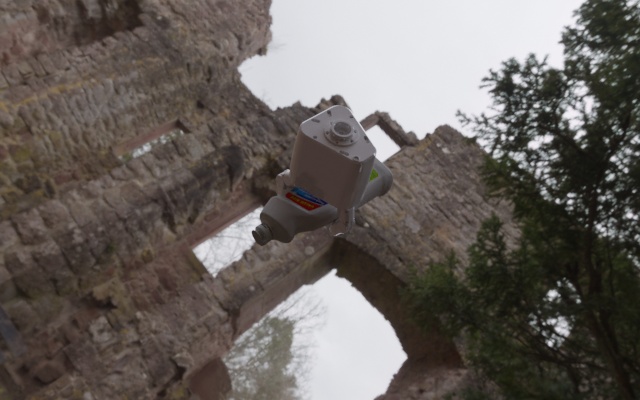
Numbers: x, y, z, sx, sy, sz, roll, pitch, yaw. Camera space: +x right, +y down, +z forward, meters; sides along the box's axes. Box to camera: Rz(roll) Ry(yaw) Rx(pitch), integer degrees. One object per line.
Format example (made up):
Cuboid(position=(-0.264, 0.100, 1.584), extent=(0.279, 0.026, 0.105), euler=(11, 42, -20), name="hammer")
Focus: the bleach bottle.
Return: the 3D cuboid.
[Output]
Cuboid(position=(0.000, 0.003, 0.785), extent=(0.250, 0.102, 0.068), euler=(-34, -24, -30), name="bleach bottle")
